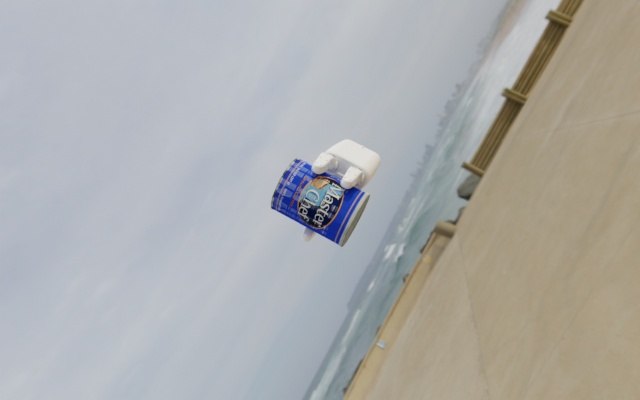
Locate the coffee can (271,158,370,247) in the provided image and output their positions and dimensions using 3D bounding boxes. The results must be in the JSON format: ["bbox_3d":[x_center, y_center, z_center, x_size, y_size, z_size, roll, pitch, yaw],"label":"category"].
[{"bbox_3d":[0.000,0.003,0.824,0.140,0.103,0.103,28,5,9],"label":"coffee can"}]
